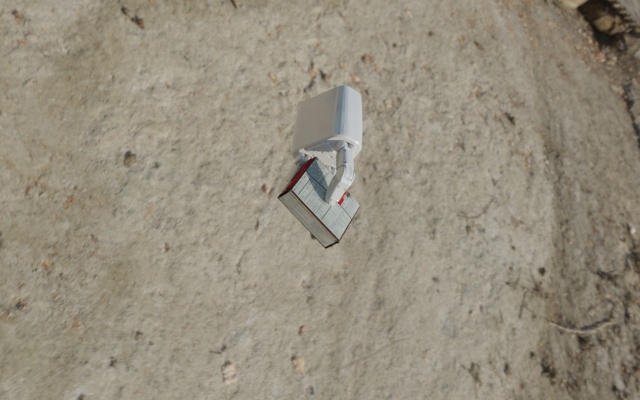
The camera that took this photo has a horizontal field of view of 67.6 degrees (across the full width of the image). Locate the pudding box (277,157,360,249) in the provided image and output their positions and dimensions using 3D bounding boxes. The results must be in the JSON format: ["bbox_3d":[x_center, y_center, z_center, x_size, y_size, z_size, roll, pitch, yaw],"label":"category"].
[{"bbox_3d":[0.000,0.002,0.730,0.039,0.113,0.090,-30,18,46],"label":"pudding box"}]
